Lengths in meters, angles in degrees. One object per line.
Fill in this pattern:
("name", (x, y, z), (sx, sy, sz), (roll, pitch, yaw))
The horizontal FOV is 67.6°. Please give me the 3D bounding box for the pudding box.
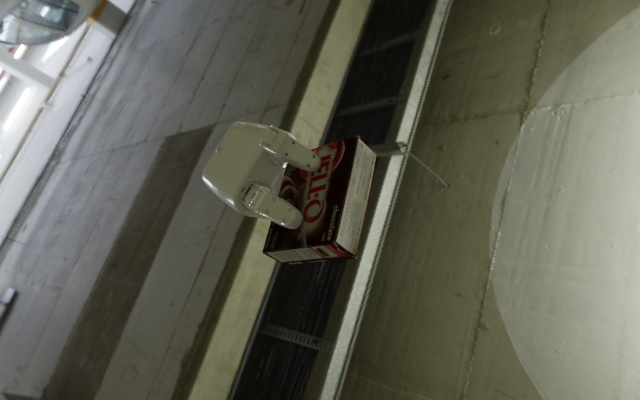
("pudding box", (0.000, 0.002, 0.450), (0.090, 0.113, 0.039), (-13, -34, 42))
